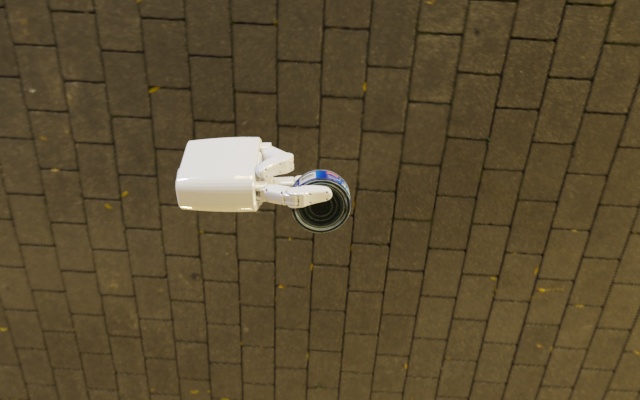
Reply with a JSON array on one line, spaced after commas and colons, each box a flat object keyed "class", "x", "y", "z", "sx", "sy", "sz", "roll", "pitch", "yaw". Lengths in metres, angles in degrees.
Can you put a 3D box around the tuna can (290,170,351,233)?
[{"class": "tuna can", "x": 0.000, "y": 0.002, "z": 0.668, "sx": 0.086, "sy": 0.086, "sz": 0.033, "roll": 0, "pitch": 26, "yaw": -3}]
